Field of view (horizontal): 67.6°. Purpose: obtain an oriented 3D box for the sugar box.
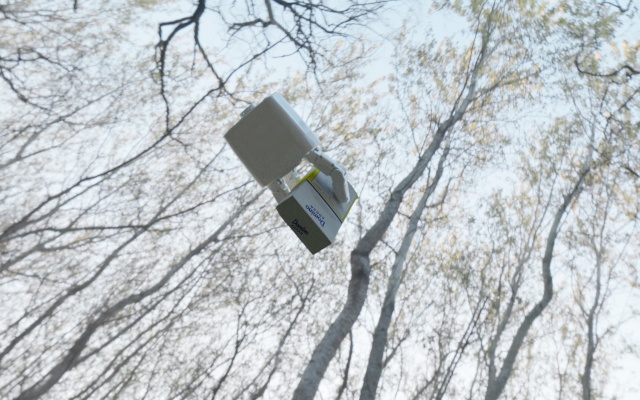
[{"bbox_3d":[0.000,0.003,0.756,0.048,0.093,0.176,-34,9,31],"label":"sugar box"}]
